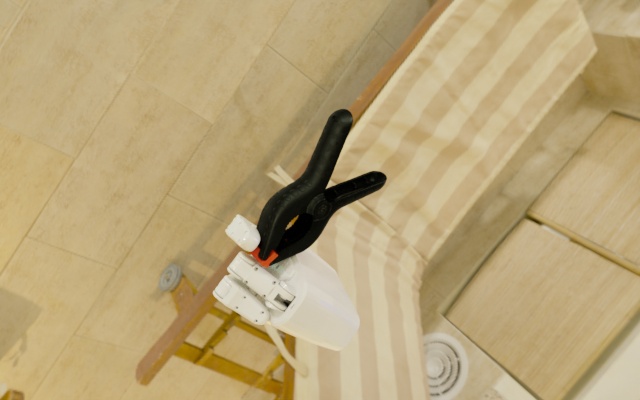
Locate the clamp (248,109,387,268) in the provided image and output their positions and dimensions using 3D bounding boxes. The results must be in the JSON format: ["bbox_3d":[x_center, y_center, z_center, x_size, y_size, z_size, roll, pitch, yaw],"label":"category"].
[{"bbox_3d":[0.000,0.002,0.496,0.120,0.171,0.039,39,2,-43],"label":"clamp"}]
